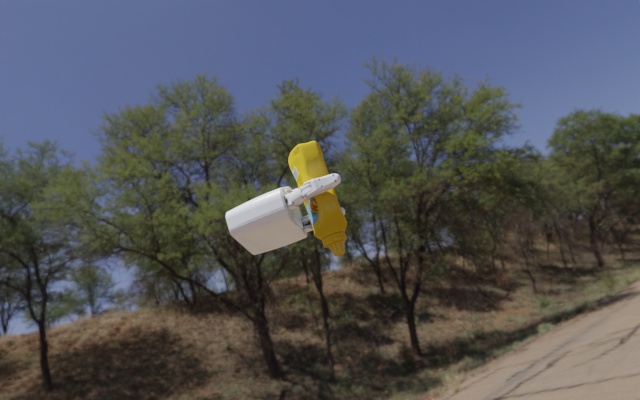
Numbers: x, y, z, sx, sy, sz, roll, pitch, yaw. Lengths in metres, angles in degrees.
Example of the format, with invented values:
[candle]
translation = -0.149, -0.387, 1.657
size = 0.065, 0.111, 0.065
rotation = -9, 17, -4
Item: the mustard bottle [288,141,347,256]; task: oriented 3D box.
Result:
[mustard bottle]
translation = 0.000, 0.002, 0.808
size = 0.058, 0.191, 0.096
rotation = -15, -17, -16
